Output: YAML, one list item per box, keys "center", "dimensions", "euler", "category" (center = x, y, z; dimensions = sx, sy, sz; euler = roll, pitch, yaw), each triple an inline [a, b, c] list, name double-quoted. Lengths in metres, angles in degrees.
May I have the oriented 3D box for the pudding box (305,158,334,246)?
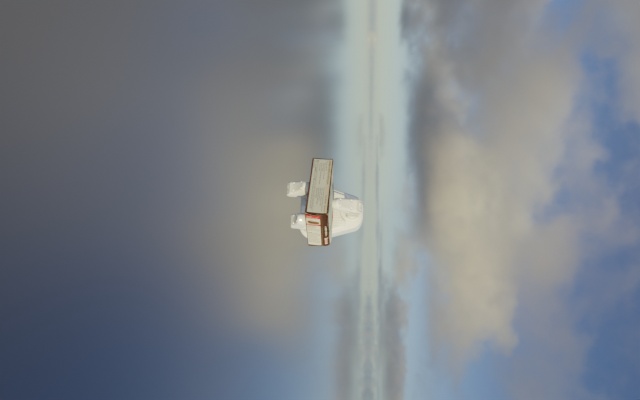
- center: [0.000, 0.003, 0.758]
  dimensions: [0.039, 0.113, 0.090]
  euler: [1, -38, 4]
  category: "pudding box"
